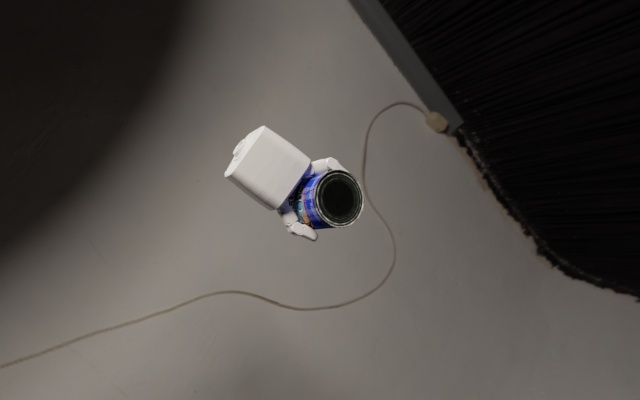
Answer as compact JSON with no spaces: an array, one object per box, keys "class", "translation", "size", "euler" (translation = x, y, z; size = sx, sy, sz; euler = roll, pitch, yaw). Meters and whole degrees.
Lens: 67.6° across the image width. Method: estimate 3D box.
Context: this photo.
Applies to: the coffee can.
[{"class":"coffee can","translation":[0.000,0.003,0.887],"size":[0.103,0.103,0.140],"euler":[0,-5,-29]}]
